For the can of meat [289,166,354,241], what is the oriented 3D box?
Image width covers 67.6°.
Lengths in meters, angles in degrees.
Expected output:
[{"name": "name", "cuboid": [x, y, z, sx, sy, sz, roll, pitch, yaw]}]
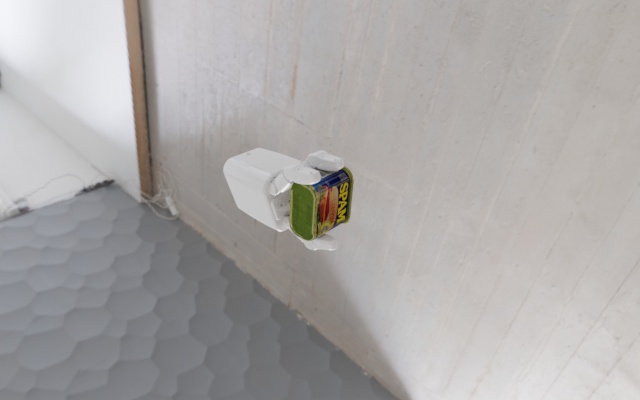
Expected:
[{"name": "can of meat", "cuboid": [0.000, 0.003, 0.726, 0.057, 0.102, 0.084, 27, 38, 34]}]
